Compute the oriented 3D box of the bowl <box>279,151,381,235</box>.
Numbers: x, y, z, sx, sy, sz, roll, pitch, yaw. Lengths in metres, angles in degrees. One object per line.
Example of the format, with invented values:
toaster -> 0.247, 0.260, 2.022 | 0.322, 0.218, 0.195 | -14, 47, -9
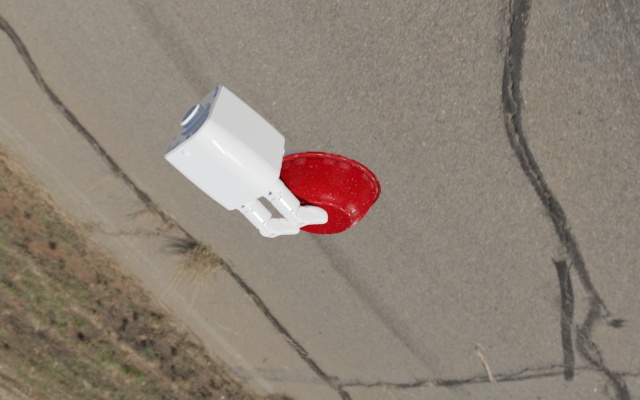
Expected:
bowl -> 0.001, 0.003, 0.653 | 0.162, 0.055, 0.162 | 6, -30, 3
